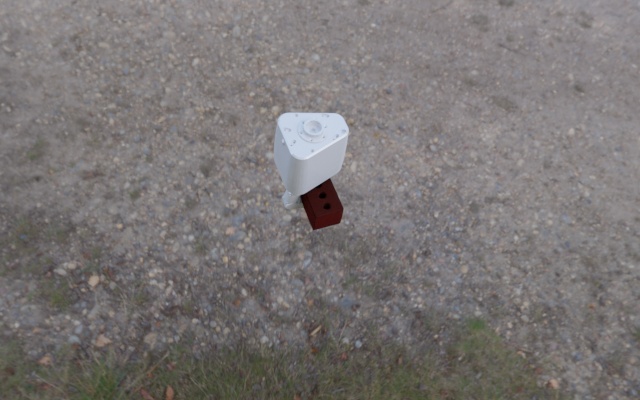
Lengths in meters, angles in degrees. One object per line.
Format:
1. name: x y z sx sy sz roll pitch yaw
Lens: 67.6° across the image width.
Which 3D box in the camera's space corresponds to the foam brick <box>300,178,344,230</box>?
1. foam brick: 0.000 0.003 0.830 0.053 0.078 0.051 -16 -25 -16
